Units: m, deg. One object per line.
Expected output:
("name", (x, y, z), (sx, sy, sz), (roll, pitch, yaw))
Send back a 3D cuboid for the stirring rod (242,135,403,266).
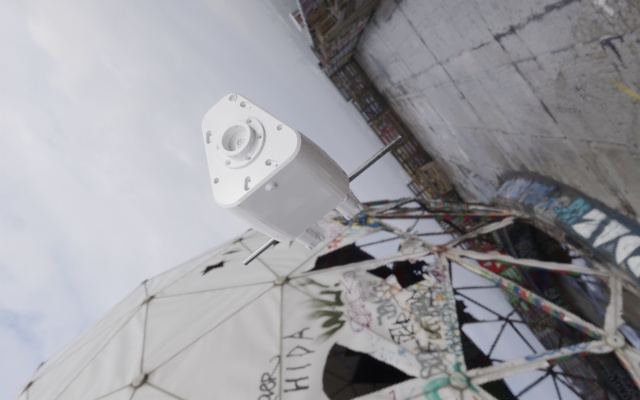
("stirring rod", (0.000, 0.002, 0.567), (0.239, 0.011, 0.011), (-39, -6, 8))
